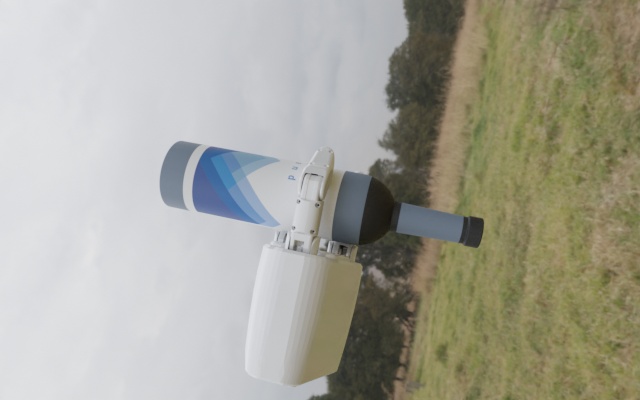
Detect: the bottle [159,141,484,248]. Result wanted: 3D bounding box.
[{"bbox_3d":[0.000,0.001,0.449,0.295,0.069,0.069,11,2,9],"label":"bottle"}]
